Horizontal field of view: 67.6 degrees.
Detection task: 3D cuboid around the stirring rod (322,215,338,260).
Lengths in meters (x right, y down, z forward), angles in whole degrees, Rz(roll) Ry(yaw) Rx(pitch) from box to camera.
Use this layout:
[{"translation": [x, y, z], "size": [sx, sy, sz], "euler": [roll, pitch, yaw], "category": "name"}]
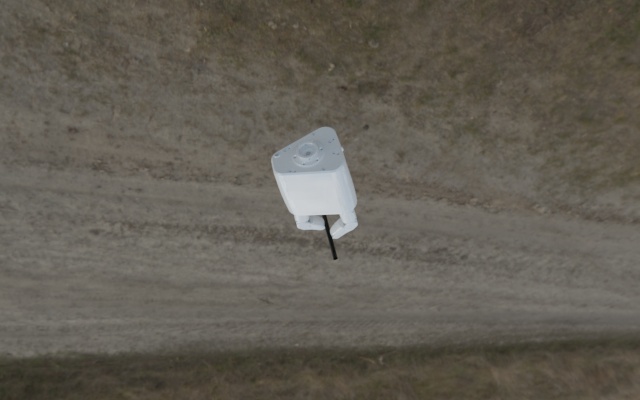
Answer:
[{"translation": [0.000, 0.003, 0.862], "size": [0.011, 0.239, 0.011], "euler": [-10, -36, -7], "category": "stirring rod"}]
